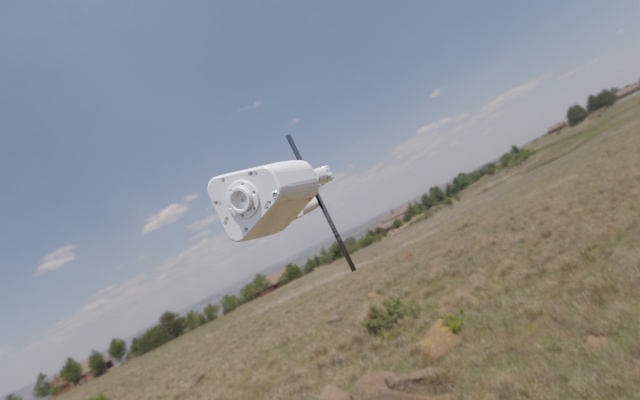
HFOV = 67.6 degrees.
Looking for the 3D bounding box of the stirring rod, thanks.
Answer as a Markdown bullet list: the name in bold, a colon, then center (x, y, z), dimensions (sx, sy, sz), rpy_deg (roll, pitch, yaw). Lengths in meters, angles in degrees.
- **stirring rod**: center (0.000, 0.003, 0.757), dimensions (0.011, 0.239, 0.011), rpy_deg (-26, -5, -3)
